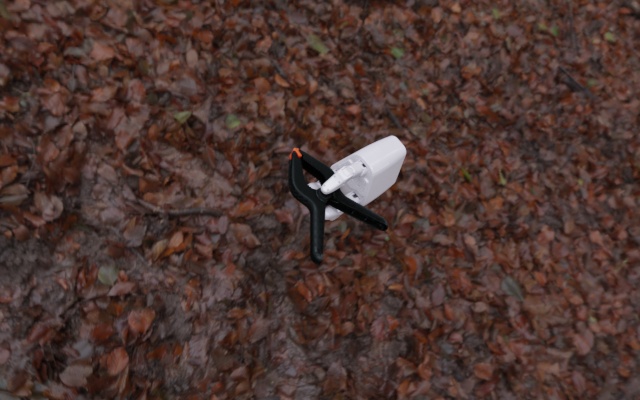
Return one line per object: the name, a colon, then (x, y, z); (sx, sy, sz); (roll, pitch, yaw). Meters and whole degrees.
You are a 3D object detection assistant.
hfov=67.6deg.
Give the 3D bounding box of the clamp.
clamp: (0.000, 0.002, 0.819); (0.164, 0.210, 0.036); (-31, -14, -35)
